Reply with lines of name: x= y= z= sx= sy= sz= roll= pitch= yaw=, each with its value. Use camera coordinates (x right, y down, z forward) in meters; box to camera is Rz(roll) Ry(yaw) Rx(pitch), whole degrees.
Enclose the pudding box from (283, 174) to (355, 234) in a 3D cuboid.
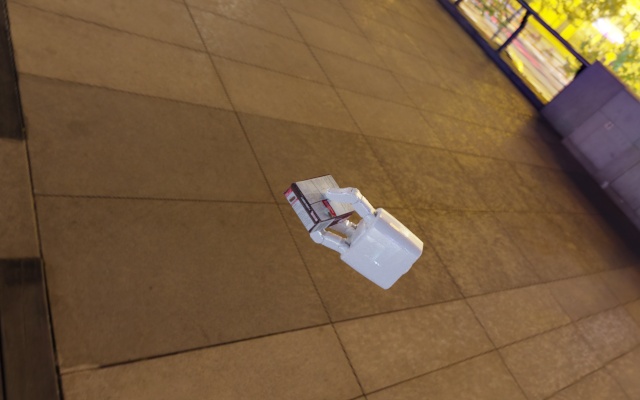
pudding box: x=0.000 y=0.003 z=0.864 sx=0.113 sy=0.090 sz=0.039 roll=-15 pitch=-25 yaw=-52
